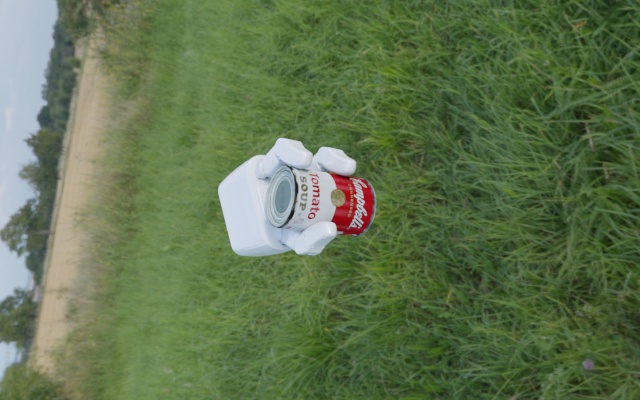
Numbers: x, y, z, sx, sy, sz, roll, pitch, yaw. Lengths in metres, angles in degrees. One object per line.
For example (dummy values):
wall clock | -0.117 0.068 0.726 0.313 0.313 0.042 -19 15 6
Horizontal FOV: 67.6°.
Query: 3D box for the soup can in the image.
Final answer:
soup can | 0.000 0.002 0.521 0.102 0.068 0.068 8 -4 -31
